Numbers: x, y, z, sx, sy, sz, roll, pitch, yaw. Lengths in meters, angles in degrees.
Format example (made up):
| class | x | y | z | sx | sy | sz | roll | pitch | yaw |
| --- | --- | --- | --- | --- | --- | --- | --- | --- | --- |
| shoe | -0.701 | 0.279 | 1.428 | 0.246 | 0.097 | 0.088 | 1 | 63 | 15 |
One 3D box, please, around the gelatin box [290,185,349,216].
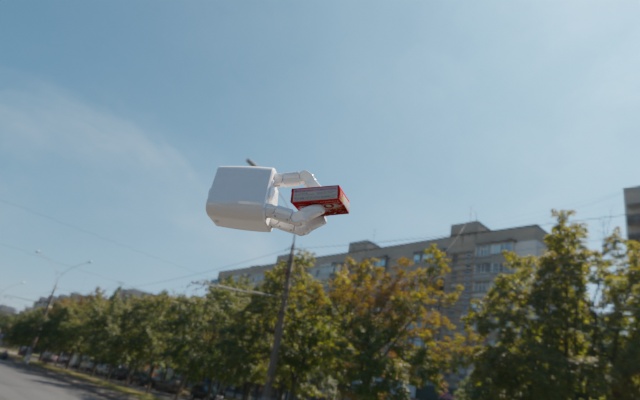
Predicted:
| class | x | y | z | sx | sy | sz | roll | pitch | yaw |
| --- | --- | --- | --- | --- | --- | --- | --- | --- | --- |
| gelatin box | 0.000 | 0.002 | 0.845 | 0.089 | 0.030 | 0.073 | -5 | -23 | 16 |
